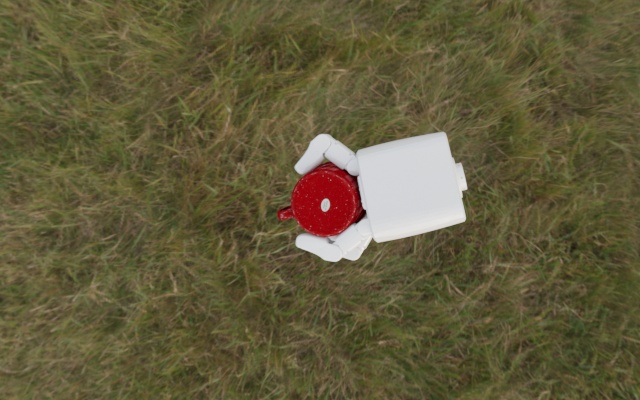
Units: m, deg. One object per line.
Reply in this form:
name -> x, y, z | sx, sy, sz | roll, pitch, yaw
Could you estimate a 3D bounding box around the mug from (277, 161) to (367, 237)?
mug -> -0.001, 0.002, 0.599 | 0.117, 0.093, 0.081 | -14, 4, 14
